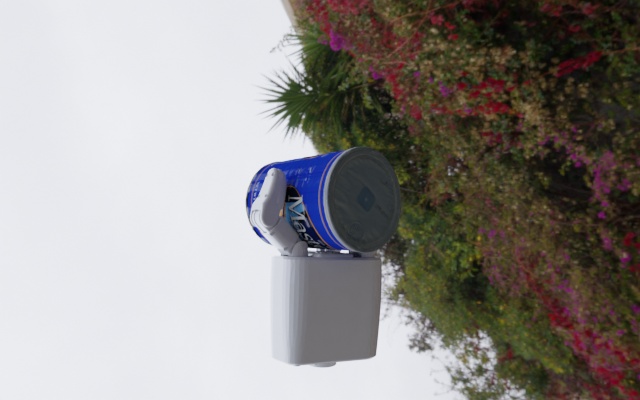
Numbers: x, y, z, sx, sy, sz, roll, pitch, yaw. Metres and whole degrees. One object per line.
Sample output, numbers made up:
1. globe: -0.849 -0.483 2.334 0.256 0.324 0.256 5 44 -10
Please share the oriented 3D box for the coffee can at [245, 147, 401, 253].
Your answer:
1. coffee can: 0.000 0.001 0.513 0.103 0.103 0.140 0 -2 -41
